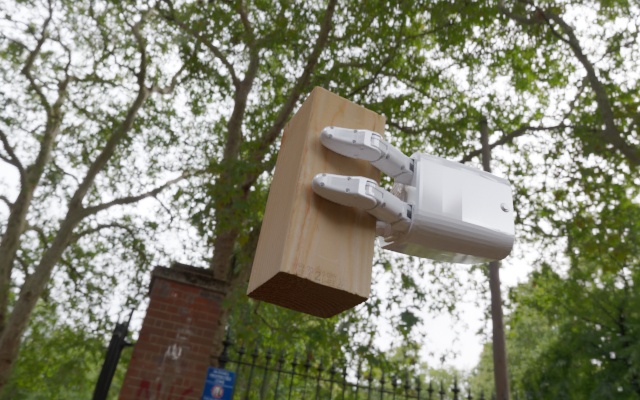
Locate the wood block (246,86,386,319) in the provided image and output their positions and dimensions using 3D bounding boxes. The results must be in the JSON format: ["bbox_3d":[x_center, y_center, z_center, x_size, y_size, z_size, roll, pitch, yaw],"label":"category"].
[{"bbox_3d":[0.000,0.002,0.487,0.090,0.206,0.091,20,-32,-19],"label":"wood block"}]
